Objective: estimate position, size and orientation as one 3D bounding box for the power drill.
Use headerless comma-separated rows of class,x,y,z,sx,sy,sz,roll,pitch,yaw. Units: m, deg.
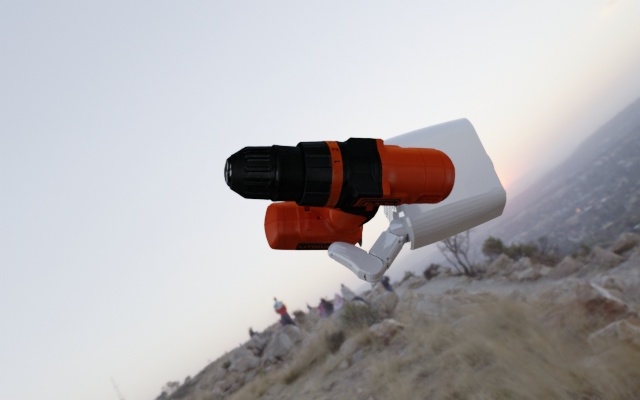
power drill,0.000,0.002,0.434,0.184,0.057,0.188,2,-17,-16
